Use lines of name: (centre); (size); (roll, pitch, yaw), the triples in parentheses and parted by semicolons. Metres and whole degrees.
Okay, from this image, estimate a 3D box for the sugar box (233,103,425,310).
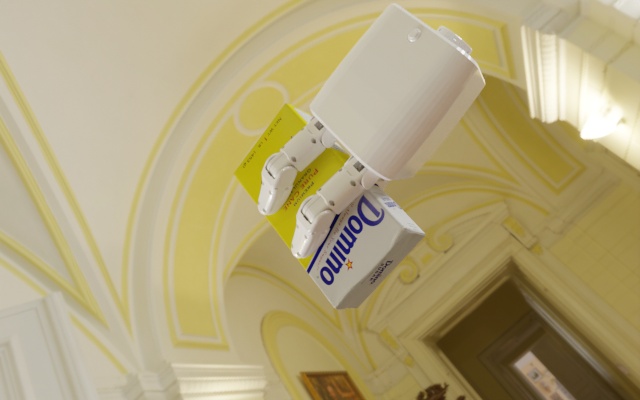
sugar box: (0.000, 0.001, 0.432); (0.048, 0.093, 0.176); (15, 29, -53)
